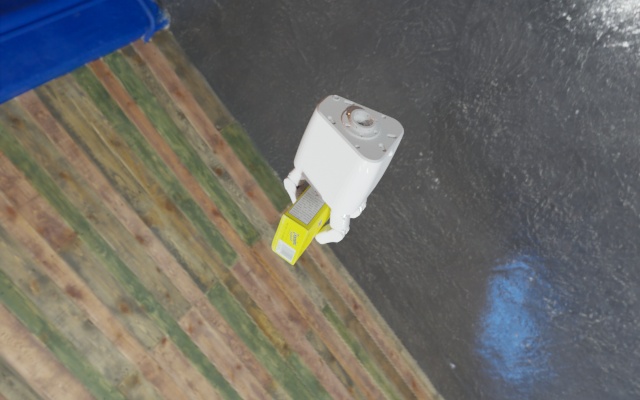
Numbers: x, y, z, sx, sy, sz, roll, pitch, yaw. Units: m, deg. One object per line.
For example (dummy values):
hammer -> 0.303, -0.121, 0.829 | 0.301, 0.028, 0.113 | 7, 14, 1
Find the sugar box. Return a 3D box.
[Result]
sugar box -> 0.001, 0.003, 0.692 | 0.048, 0.176, 0.093 | 35, -39, 9
